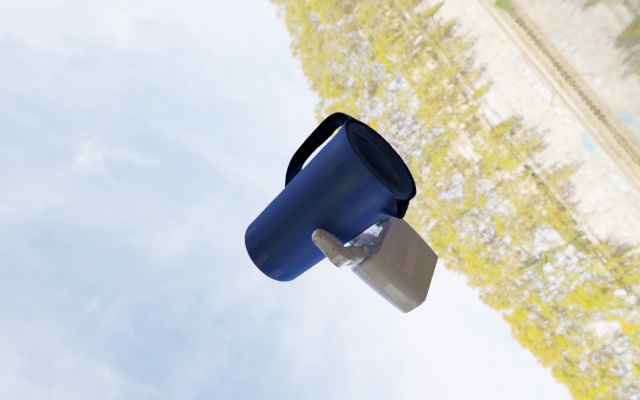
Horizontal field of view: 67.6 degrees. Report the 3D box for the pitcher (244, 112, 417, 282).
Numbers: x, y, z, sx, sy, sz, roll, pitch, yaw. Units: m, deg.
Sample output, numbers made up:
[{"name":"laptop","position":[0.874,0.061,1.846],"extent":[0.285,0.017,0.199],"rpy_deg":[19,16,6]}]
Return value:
[{"name":"pitcher","position":[0.000,0.002,0.676],"extent":[0.243,0.145,0.149],"rpy_deg":[-41,15,27]}]
